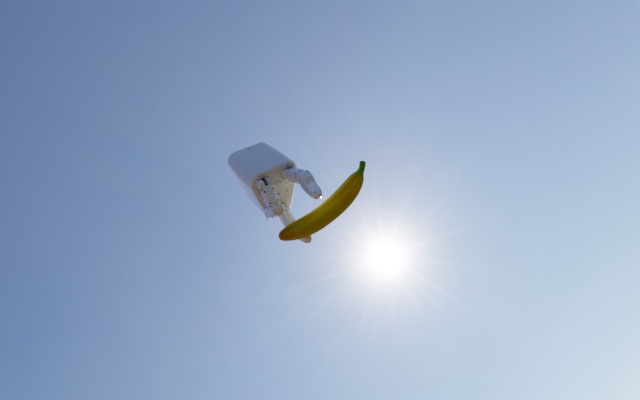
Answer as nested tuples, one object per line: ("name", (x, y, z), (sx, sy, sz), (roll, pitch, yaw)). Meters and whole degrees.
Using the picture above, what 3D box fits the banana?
("banana", (0.010, 0.011, 0.840), (0.037, 0.198, 0.070), (39, -12, 42))
